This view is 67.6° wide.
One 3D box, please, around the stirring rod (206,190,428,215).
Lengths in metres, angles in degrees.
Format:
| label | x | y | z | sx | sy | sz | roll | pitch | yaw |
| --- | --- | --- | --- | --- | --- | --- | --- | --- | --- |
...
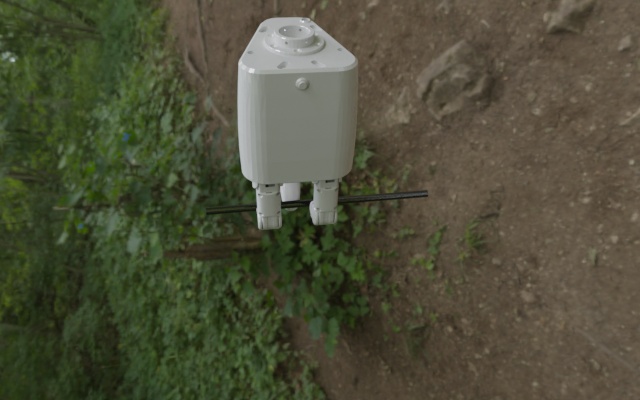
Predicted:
| label | x | y | z | sx | sy | sz | roll | pitch | yaw |
| --- | --- | --- | --- | --- | --- | --- | --- | --- | --- |
| stirring rod | 0.000 | 0.002 | 0.513 | 0.239 | 0.011 | 0.011 | -5 | 1 | -9 |
